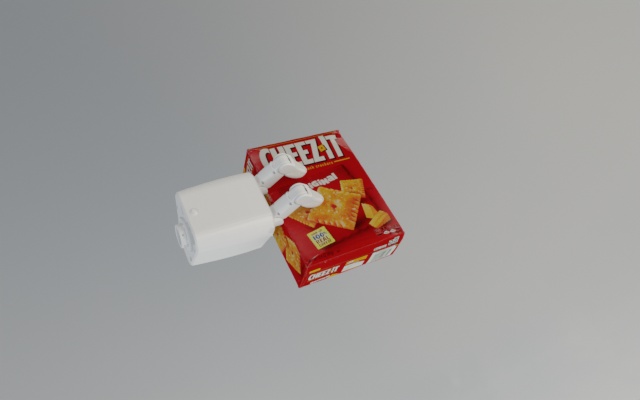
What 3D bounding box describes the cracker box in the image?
[{"bbox_3d":[0.000,0.003,0.711,0.164,0.213,0.072,-16,-30,-25],"label":"cracker box"}]
